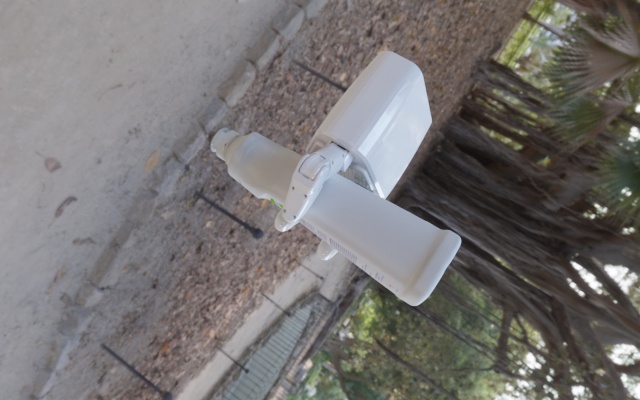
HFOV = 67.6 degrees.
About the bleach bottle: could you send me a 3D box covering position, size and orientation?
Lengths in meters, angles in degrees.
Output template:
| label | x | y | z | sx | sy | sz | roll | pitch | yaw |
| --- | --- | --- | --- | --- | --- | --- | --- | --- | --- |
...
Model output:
| label | x | y | z | sx | sy | sz | roll | pitch | yaw |
| --- | --- | --- | --- | --- | --- | --- | --- | --- | --- |
| bleach bottle | 0.000 | 0.002 | 0.449 | 0.251 | 0.068 | 0.102 | 32 | -12 | 12 |
